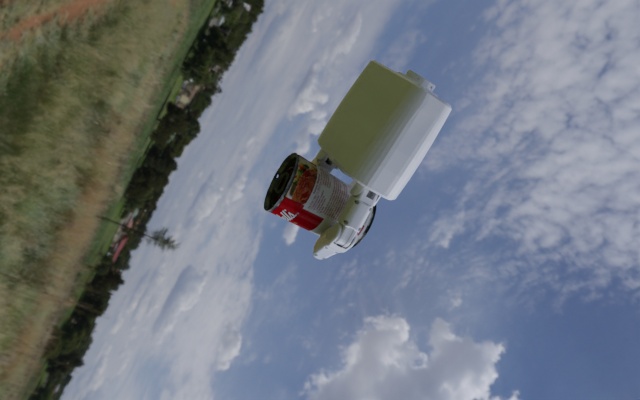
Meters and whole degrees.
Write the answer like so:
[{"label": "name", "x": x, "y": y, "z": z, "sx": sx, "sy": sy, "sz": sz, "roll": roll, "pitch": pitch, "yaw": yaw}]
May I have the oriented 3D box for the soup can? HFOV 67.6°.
[{"label": "soup can", "x": 0.000, "y": 0.002, "z": 0.512, "sx": 0.102, "sy": 0.068, "sz": 0.068, "roll": 27, "pitch": -10, "yaw": -20}]
